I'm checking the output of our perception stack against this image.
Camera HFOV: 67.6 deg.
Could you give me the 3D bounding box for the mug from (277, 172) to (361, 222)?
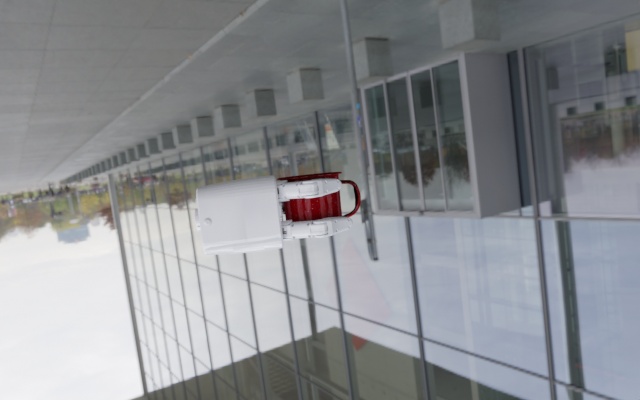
[{"bbox_3d":[0.002,0.002,0.688,0.117,0.081,0.093,-6,4,-5],"label":"mug"}]
